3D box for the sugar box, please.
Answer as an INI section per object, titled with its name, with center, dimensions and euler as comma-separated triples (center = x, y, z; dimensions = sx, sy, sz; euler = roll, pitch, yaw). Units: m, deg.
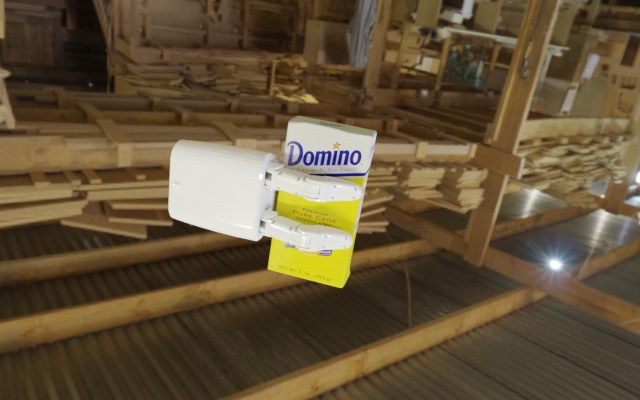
[sugar box]
center = 0.000, 0.002, 0.533
dimensions = 0.093, 0.176, 0.048
euler = 12, 20, 9
